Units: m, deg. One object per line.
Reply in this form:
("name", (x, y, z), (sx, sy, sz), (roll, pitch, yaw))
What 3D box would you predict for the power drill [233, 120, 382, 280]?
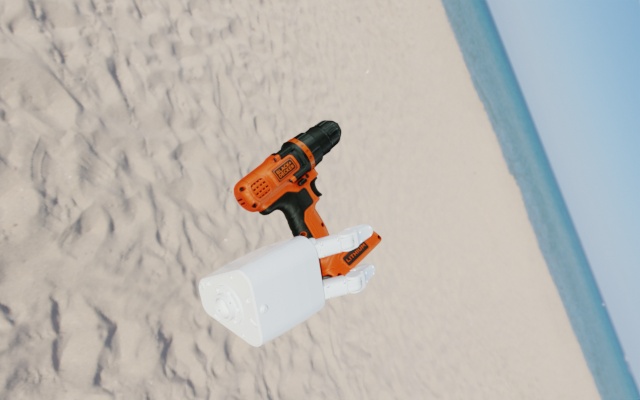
("power drill", (0.000, 0.003, 0.651), (0.184, 0.188, 0.057), (-40, 9, -25))
